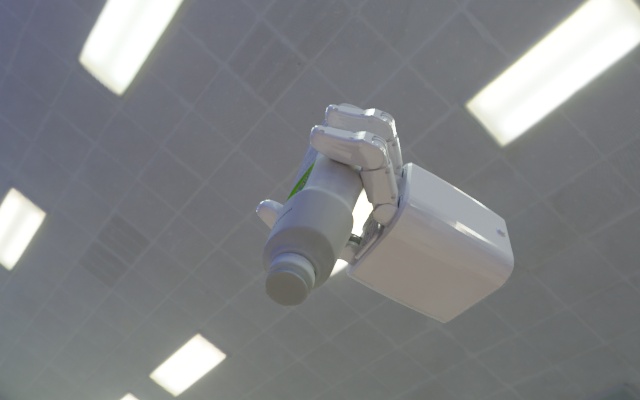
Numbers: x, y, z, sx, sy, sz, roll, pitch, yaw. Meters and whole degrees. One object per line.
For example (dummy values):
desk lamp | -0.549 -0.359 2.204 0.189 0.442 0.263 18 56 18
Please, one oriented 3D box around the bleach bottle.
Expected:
bleach bottle | 0.000 0.001 0.412 0.068 0.103 0.250 29 32 -4
